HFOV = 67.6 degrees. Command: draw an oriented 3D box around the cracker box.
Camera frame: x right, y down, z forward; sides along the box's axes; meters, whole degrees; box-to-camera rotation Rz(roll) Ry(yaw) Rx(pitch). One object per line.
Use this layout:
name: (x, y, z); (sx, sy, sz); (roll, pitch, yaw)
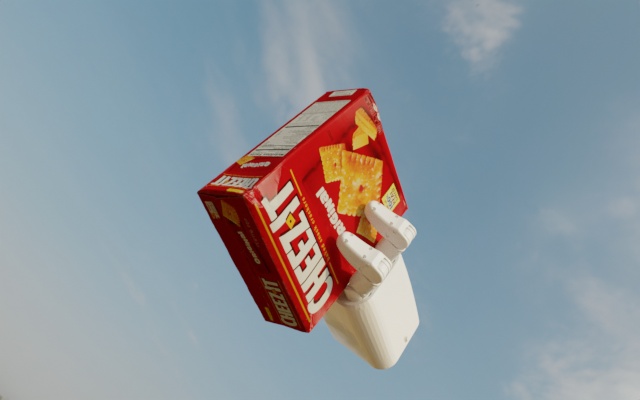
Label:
cracker box: (0.000, 0.002, 0.501); (0.072, 0.164, 0.213); (3, 36, 40)
